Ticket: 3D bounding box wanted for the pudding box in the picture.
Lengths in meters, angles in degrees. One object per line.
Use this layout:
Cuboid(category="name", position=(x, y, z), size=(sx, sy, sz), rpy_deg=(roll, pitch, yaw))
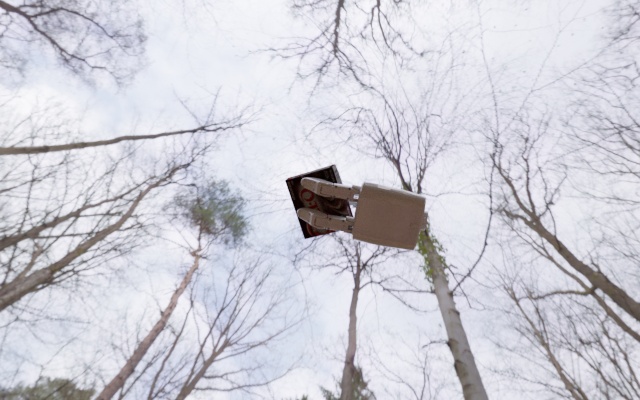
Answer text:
Cuboid(category="pudding box", position=(0.000, 0.003, 0.825), size=(0.090, 0.113, 0.039), rpy_deg=(-15, 8, 18))
